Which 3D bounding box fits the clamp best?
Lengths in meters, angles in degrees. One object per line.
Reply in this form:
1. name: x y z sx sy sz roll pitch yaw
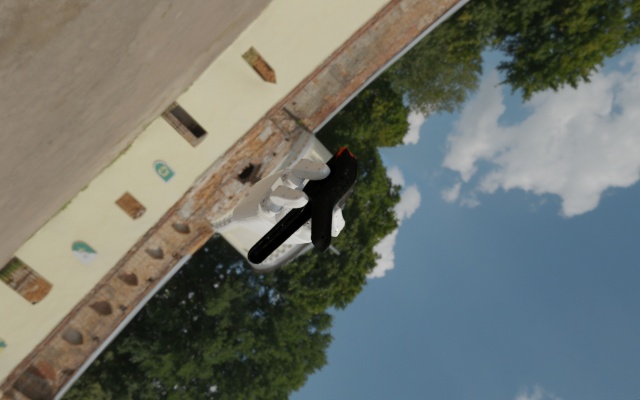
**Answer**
1. clamp: 0.001 0.002 0.648 0.036 0.210 0.164 48 -29 -21
